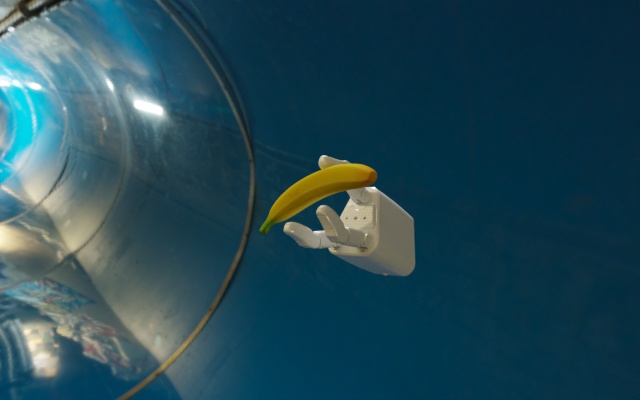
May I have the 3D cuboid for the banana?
[{"bbox_3d":[-0.002,-0.011,0.660,0.198,0.069,0.037,-28,-49,31],"label":"banana"}]
